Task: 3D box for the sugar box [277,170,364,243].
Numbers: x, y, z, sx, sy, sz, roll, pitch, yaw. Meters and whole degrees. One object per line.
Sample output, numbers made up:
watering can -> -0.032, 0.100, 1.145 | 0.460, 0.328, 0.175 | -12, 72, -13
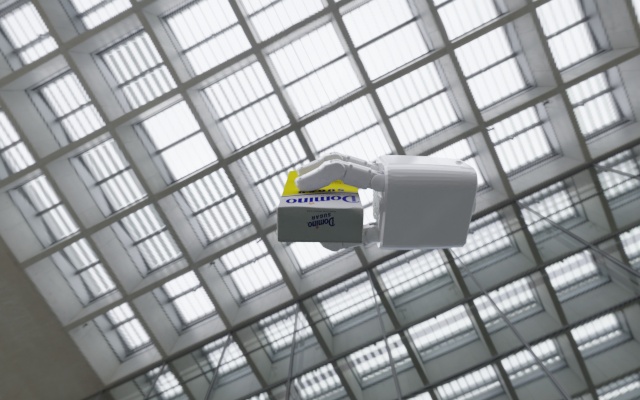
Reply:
sugar box -> 0.000, 0.001, 0.581 | 0.093, 0.048, 0.176 | 1, 14, -1
